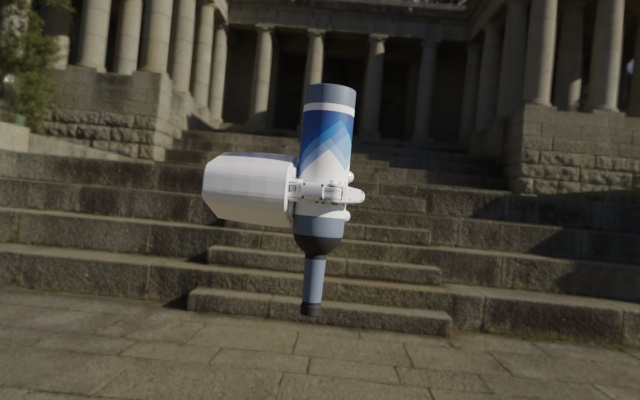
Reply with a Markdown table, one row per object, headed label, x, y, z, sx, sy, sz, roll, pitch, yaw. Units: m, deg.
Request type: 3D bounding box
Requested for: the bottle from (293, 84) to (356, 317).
| label | x | y | z | sx | sy | sz | roll | pitch | yaw |
| --- | --- | --- | --- | --- | --- | --- | --- | --- | --- |
| bottle | 0.000 | 0.002 | 0.624 | 0.069 | 0.295 | 0.069 | 5 | -1 | 0 |
